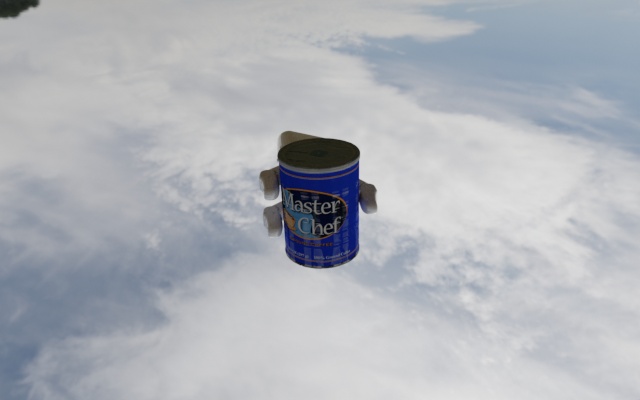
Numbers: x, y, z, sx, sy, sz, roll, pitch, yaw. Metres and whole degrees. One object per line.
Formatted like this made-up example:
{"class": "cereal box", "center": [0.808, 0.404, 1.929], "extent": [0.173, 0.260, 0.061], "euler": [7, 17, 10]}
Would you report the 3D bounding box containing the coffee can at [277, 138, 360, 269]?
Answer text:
{"class": "coffee can", "center": [0.000, 0.002, 0.620], "extent": [0.103, 0.140, 0.102], "euler": [-2, 27, 1]}
